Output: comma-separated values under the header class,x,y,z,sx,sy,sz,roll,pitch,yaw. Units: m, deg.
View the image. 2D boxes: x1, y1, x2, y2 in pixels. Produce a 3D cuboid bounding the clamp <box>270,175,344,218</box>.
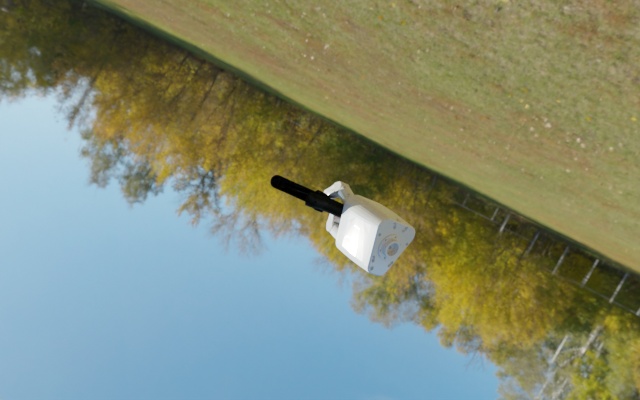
class,x,y,z,sx,sy,sz,roll,pitch,yaw
clamp,0.000,0.003,0.877,0.171,0.039,0.120,20,11,-36
